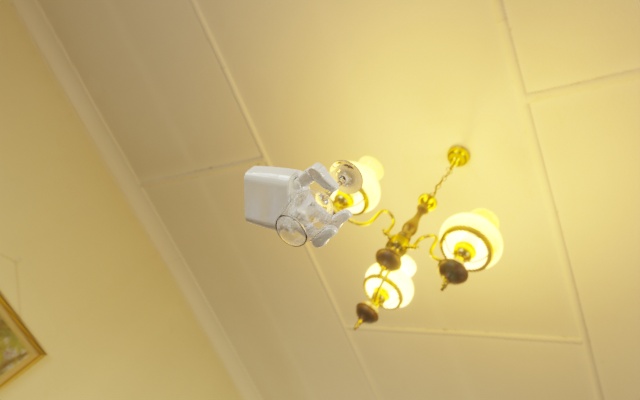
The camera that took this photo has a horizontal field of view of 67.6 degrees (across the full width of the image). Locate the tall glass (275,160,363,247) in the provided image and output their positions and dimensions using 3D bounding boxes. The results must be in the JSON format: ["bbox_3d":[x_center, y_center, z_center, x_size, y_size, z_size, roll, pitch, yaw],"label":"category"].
[{"bbox_3d":[0.001,0.002,0.857,0.079,0.079,0.201,0,29,34],"label":"tall glass"}]
